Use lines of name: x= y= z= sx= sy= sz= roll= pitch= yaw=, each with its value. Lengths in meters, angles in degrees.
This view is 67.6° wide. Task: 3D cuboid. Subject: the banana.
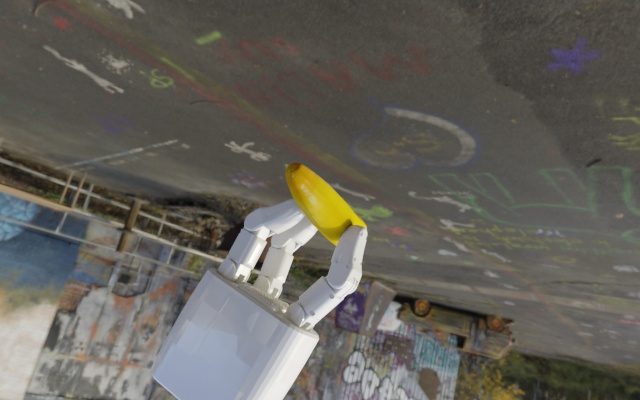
banana: x=0.013 y=0.016 z=0.461 sx=0.037 sy=0.069 sz=0.198 roll=-42 pitch=-15 yaw=3
